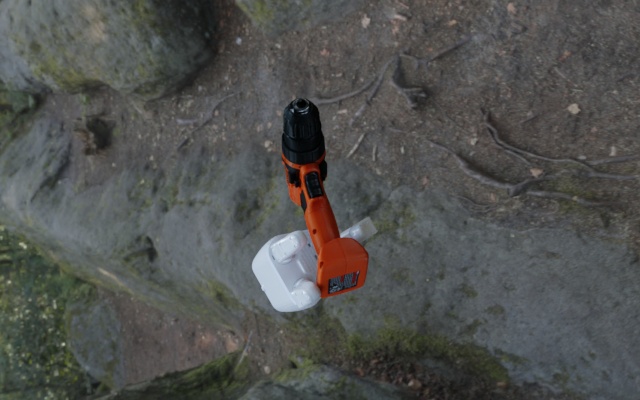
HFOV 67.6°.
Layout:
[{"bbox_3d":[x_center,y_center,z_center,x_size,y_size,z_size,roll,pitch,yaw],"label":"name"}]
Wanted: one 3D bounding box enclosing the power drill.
[{"bbox_3d":[0.000,0.002,0.544,0.057,0.187,0.185,-14,-30,-6],"label":"power drill"}]
